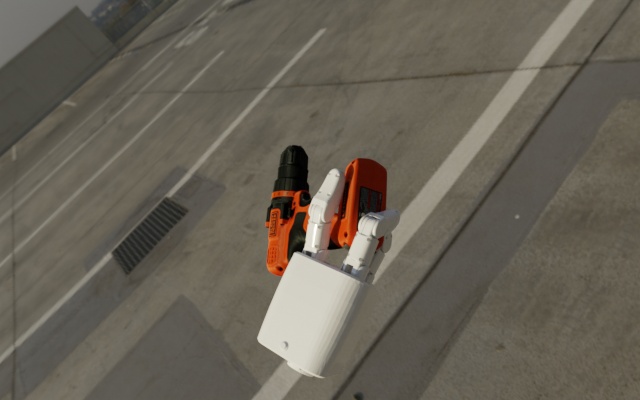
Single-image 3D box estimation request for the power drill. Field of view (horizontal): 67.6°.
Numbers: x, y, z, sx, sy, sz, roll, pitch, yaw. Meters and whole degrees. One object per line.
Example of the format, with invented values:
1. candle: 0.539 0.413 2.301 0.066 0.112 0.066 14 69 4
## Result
1. power drill: 0.000 0.002 0.605 0.057 0.184 0.187 13 -16 -35
